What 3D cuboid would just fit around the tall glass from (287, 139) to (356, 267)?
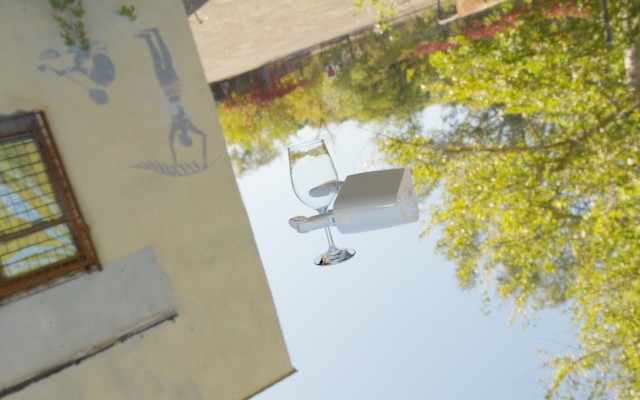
[{"bbox_3d":[0.000,0.003,0.792,0.079,0.201,0.079,-14,12,3],"label":"tall glass"}]
